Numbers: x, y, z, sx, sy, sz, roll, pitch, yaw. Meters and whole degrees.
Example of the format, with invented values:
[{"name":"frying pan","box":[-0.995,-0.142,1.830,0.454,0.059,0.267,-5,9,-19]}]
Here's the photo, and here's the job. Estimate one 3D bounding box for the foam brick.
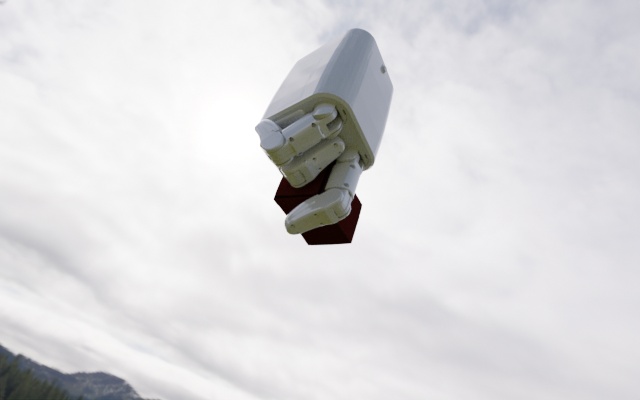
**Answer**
[{"name":"foam brick","box":[0.000,0.002,0.470,0.053,0.051,0.078,-3,-41,29]}]
